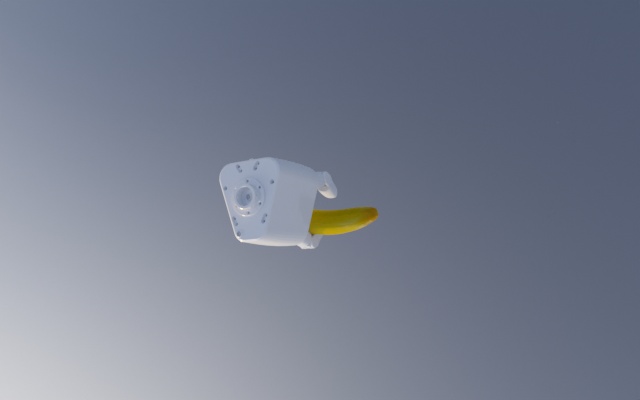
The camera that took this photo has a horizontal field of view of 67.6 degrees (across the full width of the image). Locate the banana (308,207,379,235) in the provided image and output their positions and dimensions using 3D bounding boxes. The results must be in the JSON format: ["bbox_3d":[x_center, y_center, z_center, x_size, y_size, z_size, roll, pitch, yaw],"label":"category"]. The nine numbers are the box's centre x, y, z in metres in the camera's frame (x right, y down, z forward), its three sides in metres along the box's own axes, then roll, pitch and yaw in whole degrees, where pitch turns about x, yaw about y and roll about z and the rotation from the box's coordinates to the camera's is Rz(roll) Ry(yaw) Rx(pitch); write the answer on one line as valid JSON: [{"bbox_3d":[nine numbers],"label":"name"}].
[{"bbox_3d":[-0.010,0.019,0.732,0.198,0.069,0.037,17,-11,29],"label":"banana"}]
